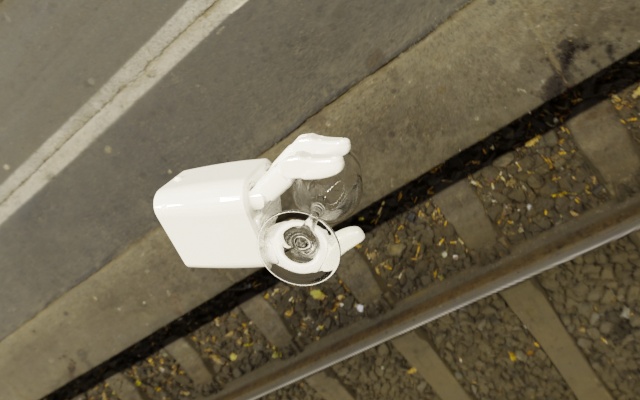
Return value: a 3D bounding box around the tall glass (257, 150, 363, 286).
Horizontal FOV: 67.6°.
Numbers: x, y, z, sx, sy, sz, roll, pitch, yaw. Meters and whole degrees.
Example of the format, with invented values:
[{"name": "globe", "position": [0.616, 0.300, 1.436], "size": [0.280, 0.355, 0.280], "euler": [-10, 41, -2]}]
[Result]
[{"name": "tall glass", "position": [0.000, 0.002, 0.496], "size": [0.079, 0.079, 0.201], "euler": [0, 24, 13]}]
